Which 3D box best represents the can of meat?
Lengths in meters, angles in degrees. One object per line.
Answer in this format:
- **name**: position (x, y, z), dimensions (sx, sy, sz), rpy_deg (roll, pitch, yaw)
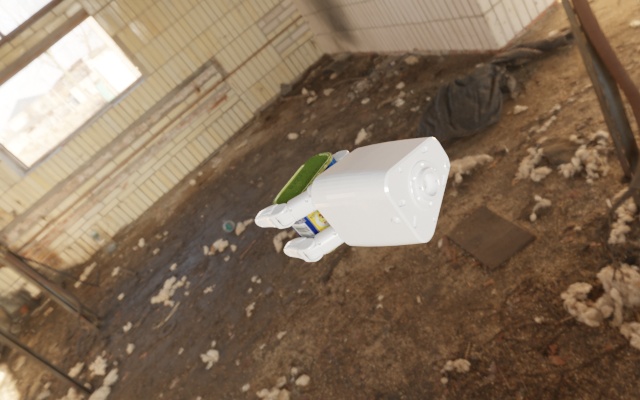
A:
- **can of meat**: position (0.000, 0.002, 0.604), dimensions (0.057, 0.102, 0.084), rpy_deg (-1, -45, 51)
